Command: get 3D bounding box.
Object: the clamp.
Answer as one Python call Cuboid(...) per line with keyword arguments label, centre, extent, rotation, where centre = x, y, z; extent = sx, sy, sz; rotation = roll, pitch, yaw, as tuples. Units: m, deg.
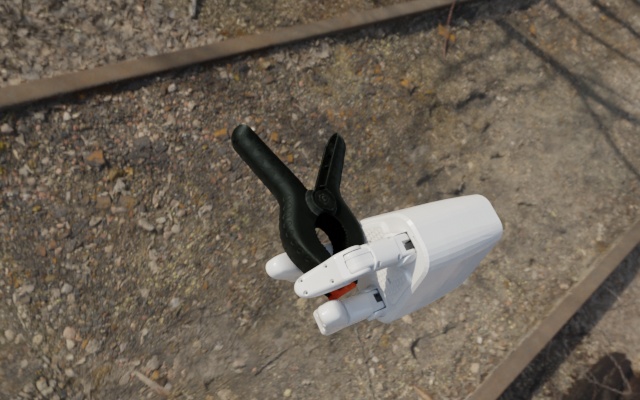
Cuboid(label="clamp", centre=(0.000, 0.001, 0.429), extent=(0.120, 0.171, 0.039), rotation=(-14, -19, -34))
